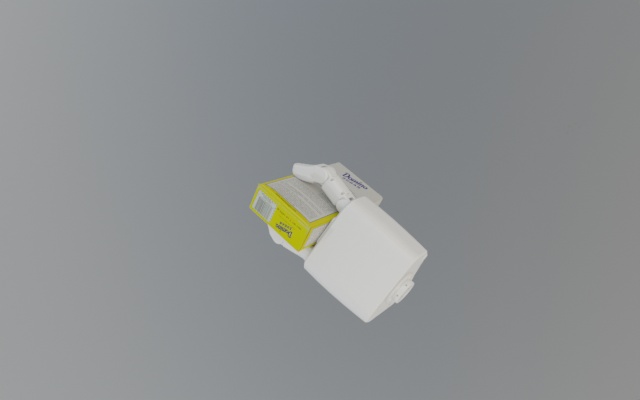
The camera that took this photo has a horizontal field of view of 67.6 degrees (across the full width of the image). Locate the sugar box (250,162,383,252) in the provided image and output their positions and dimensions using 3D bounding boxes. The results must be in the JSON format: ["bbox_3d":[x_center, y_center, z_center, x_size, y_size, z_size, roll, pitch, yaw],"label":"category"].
[{"bbox_3d":[0.000,0.003,0.642,0.093,0.048,0.176,41,31,22],"label":"sugar box"}]
